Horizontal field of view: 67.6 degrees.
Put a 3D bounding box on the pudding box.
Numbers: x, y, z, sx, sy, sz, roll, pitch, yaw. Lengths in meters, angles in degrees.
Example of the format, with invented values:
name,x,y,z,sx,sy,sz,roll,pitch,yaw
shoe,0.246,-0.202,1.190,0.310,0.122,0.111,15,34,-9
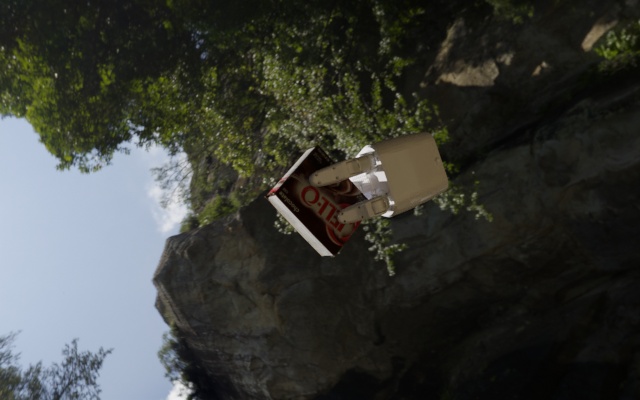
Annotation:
name,x,y,z,sx,sy,sz,roll,pitch,yaw
pudding box,0.000,0.002,0.603,0.113,0.090,0.039,46,-26,-13
